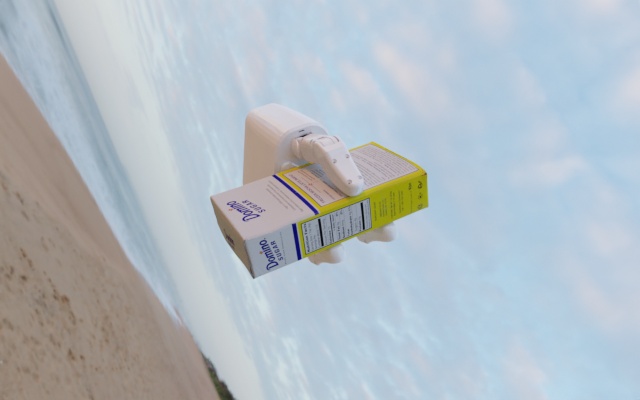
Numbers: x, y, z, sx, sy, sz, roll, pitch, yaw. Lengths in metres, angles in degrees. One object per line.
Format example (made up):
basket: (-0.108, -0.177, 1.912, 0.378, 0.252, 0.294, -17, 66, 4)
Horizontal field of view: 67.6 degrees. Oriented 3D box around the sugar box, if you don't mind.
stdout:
sugar box: (0.000, 0.002, 0.432, 0.176, 0.048, 0.093, -22, 32, -19)
